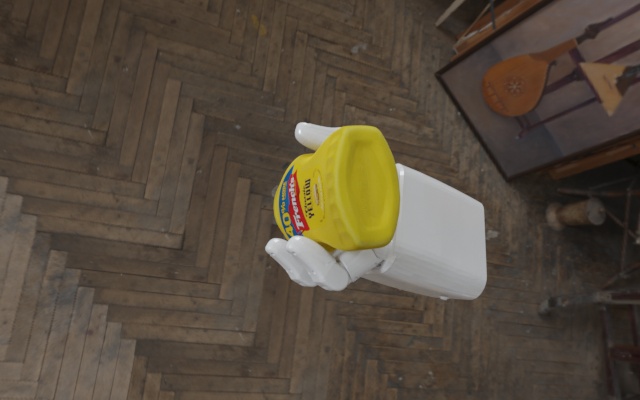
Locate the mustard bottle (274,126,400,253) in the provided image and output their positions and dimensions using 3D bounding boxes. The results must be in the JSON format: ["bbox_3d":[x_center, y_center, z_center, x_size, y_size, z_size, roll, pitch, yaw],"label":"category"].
[{"bbox_3d":[0.000,0.001,0.442,0.058,0.096,0.191,-5,-6,-23],"label":"mustard bottle"}]
